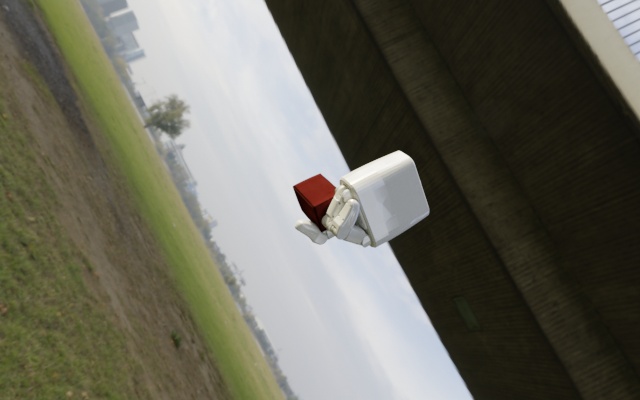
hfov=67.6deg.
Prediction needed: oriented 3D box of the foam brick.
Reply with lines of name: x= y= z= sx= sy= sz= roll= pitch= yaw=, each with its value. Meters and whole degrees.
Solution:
foam brick: x=0.000 y=0.002 z=0.751 sx=0.051 sy=0.053 sz=0.078 roll=-28 pitch=37 yaw=-13
